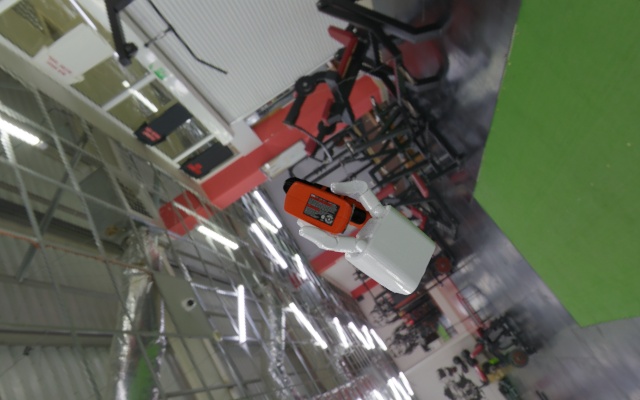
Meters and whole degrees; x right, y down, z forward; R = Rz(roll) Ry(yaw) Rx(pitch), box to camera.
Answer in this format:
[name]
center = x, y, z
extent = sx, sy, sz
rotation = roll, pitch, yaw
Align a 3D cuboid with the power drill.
[power drill]
center = 0.000, 0.003, 0.822
extent = 0.184, 0.057, 0.187
rotation = 21, 7, 11
